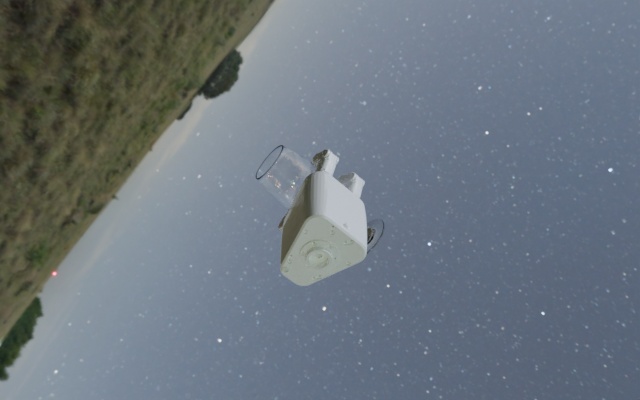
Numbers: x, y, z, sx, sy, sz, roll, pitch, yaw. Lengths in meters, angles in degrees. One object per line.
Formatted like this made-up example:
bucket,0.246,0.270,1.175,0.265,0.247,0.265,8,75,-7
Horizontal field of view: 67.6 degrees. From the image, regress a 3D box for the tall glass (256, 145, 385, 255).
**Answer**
tall glass,0.001,0.003,0.715,0.201,0.079,0.079,38,-15,-20
